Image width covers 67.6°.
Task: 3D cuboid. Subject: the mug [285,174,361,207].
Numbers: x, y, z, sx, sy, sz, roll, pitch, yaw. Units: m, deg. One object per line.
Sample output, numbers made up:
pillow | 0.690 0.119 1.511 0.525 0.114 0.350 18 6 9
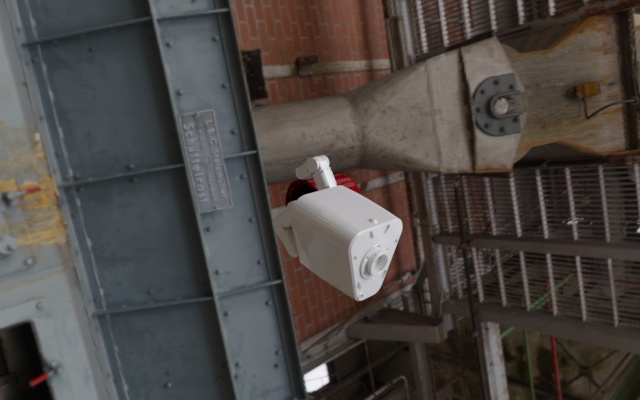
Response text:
mug | -0.001 0.002 0.714 0.081 0.093 0.117 -16 33 -38
